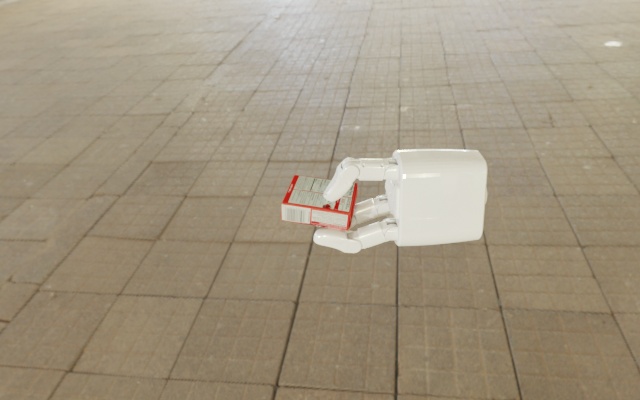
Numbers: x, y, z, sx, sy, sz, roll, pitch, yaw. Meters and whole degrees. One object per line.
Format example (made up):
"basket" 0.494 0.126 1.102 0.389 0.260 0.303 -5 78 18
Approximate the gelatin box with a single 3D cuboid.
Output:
"gelatin box" 0.000 0.002 0.614 0.089 0.030 0.073 9 34 6
